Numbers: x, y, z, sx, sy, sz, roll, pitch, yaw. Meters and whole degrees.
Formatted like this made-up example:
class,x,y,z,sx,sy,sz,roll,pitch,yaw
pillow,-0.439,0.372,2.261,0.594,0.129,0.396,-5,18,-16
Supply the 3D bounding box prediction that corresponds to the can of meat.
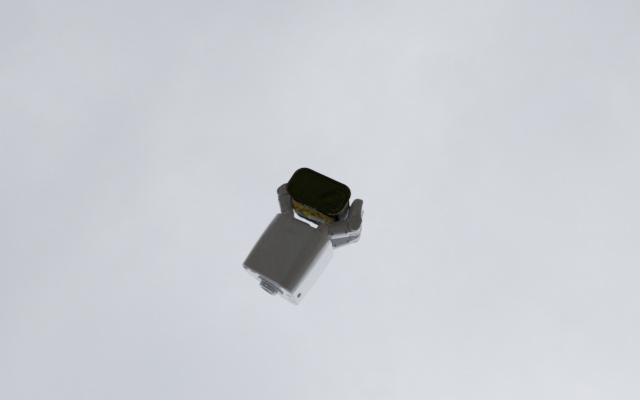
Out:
class,x,y,z,sx,sy,sz,roll,pitch,yaw
can of meat,0.000,0.003,0.782,0.102,0.057,0.084,25,-22,17
